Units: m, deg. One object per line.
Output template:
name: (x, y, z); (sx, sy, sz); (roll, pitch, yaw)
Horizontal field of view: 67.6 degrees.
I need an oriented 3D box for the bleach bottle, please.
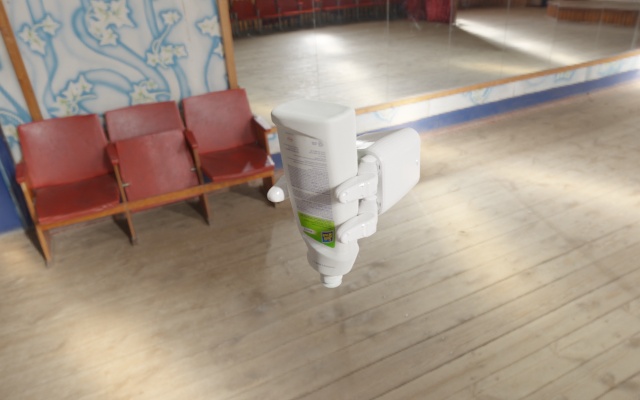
bleach bottle: (0.000, 0.002, 0.619); (0.102, 0.251, 0.068); (17, 35, 34)
